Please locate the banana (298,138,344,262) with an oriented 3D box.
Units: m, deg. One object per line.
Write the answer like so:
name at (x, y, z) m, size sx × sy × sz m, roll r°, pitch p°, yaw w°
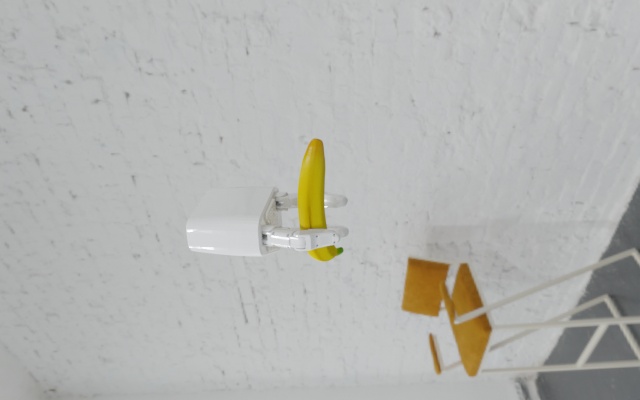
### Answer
banana at (-0.005, 0.016, 0.644) m, size 0.037 × 0.198 × 0.069 m, roll 5°, pitch 38°, yaw 20°
